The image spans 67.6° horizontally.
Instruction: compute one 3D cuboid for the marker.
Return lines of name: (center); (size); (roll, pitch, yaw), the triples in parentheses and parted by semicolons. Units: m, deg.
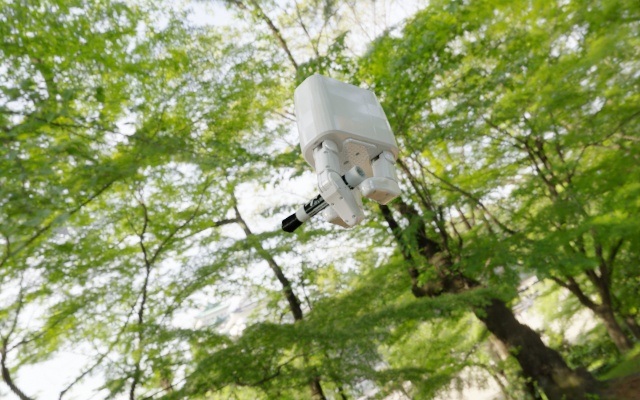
marker: (0.000, 0.002, 0.529); (0.121, 0.020, 0.020); (-36, -20, 29)
